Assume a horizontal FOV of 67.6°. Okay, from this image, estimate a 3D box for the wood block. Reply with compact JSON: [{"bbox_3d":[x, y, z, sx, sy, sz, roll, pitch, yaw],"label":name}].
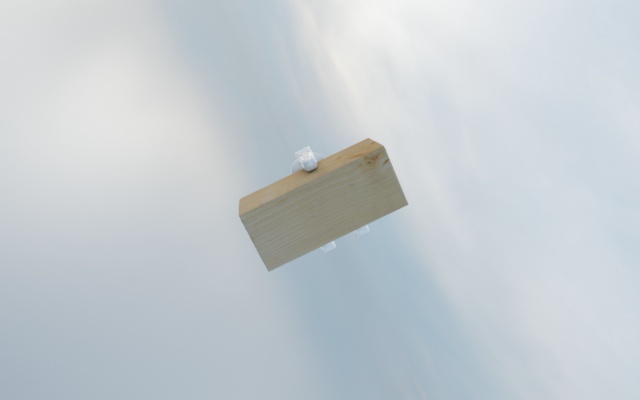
[{"bbox_3d":[0.000,0.002,0.658,0.206,0.091,0.090,-26,17,-1],"label":"wood block"}]
